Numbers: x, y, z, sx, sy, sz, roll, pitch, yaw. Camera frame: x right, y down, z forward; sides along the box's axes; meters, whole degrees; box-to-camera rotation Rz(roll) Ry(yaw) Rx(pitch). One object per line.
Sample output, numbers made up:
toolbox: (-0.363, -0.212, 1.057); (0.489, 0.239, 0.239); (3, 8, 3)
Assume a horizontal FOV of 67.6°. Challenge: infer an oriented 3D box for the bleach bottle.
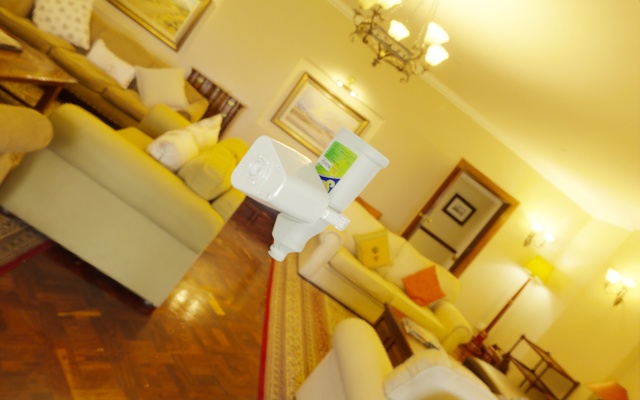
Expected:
bleach bottle: (0.000, 0.003, 0.811); (0.068, 0.251, 0.102); (29, 11, -48)
